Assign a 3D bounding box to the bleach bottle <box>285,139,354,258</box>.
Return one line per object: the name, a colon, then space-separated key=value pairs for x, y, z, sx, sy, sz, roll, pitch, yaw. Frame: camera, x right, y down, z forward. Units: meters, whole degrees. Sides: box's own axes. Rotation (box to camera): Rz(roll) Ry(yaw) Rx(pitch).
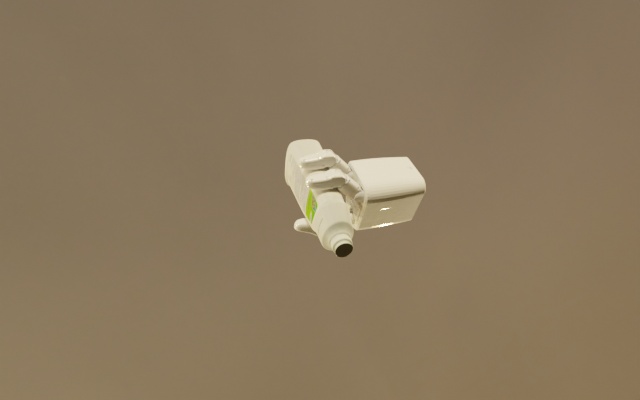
bleach bottle: x=0.000 y=0.002 z=0.782 sx=0.068 sy=0.103 sz=0.250 roll=-6 pitch=39 yaw=-15
